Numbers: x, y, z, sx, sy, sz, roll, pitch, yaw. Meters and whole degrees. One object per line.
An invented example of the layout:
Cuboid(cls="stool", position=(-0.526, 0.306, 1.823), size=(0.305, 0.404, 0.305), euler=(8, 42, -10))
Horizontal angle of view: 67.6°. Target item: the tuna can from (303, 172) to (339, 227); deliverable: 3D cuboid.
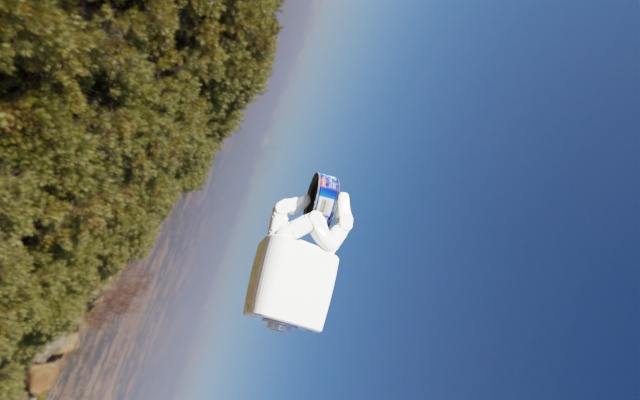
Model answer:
Cuboid(cls="tuna can", position=(0.001, 0.002, 0.724), size=(0.034, 0.086, 0.086), euler=(14, -3, -11))
